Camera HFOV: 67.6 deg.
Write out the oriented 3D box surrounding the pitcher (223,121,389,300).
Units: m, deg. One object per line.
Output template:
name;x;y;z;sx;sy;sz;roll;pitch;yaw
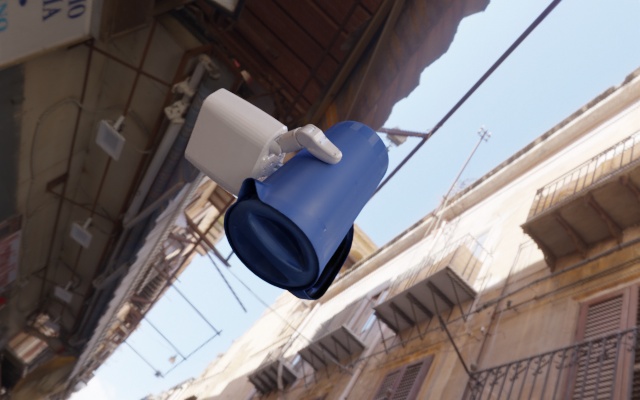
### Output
pitcher;0.000;0.002;0.633;0.145;0.149;0.242;34;47;9
